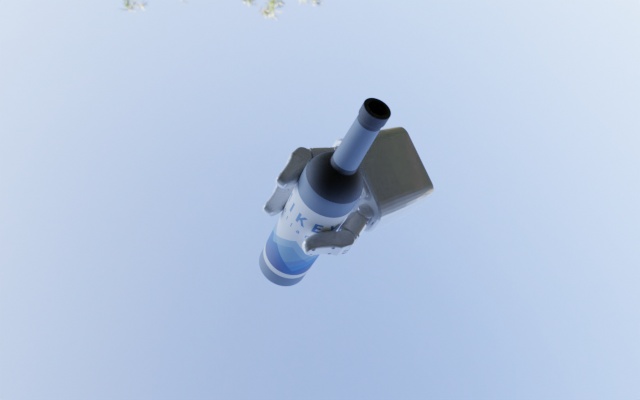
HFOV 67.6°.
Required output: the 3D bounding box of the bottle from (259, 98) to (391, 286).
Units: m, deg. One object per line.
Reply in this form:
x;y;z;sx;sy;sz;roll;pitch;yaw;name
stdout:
0.000;0.002;0.535;0.069;0.069;0.296;0;-35;-25;bottle
